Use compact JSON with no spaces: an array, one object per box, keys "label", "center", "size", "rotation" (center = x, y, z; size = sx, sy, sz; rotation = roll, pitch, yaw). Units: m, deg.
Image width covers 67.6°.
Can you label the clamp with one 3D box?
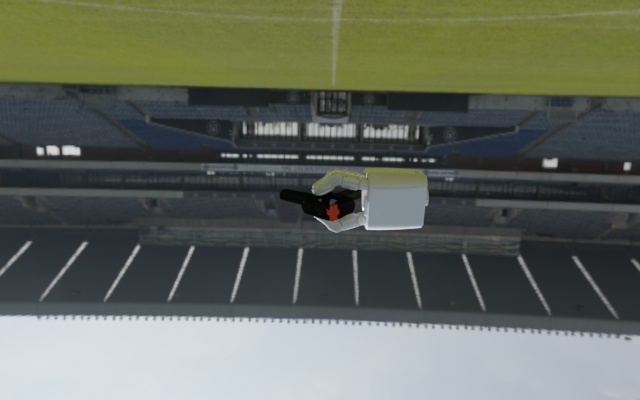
[{"label":"clamp","center":[0.000,0.004,0.879],"size":[0.164,0.036,0.210],"rotation":[-1,10,1]}]
